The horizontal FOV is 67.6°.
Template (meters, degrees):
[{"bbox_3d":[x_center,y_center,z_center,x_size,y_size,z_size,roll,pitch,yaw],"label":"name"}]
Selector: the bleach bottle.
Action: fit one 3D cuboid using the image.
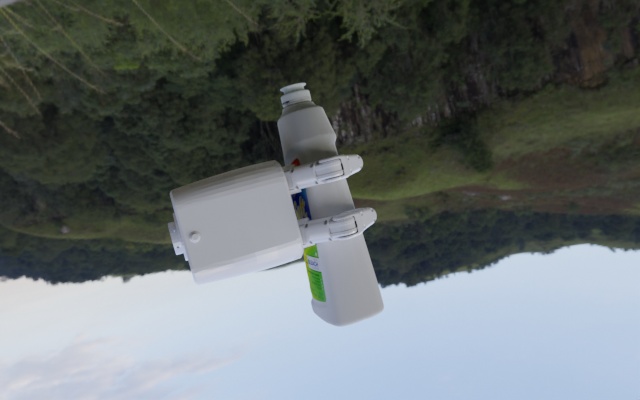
[{"bbox_3d":[0.000,0.002,0.517,0.068,0.251,0.102,-16,4,-16],"label":"bleach bottle"}]
